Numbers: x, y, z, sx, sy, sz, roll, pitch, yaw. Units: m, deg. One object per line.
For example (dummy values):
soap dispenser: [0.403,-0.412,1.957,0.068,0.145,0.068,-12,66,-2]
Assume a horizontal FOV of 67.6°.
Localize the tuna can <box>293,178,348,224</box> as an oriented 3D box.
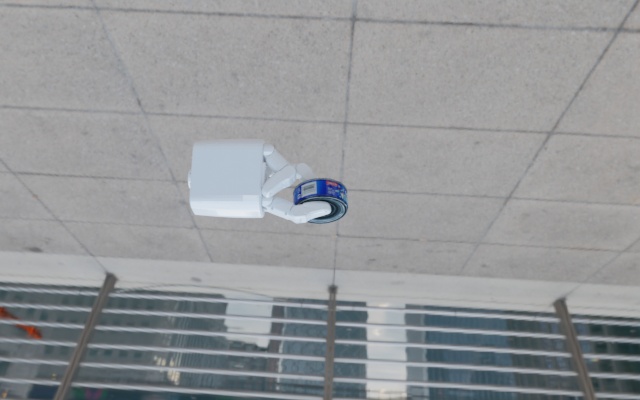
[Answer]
tuna can: [0.000,0.003,0.742,0.086,0.033,0.086,-2,-32,-1]
